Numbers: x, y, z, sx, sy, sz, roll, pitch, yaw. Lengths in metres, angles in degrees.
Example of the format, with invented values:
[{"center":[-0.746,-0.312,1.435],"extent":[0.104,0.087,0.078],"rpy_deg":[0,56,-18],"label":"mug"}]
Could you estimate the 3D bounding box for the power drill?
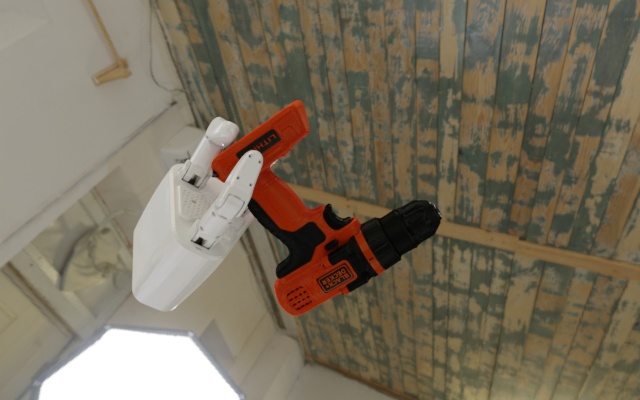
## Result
[{"center":[0.000,0.001,0.464],"extent":[0.184,0.188,0.057],"rpy_deg":[-32,10,7],"label":"power drill"}]
